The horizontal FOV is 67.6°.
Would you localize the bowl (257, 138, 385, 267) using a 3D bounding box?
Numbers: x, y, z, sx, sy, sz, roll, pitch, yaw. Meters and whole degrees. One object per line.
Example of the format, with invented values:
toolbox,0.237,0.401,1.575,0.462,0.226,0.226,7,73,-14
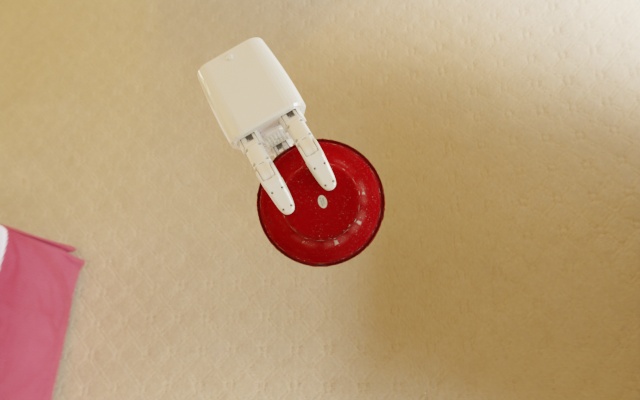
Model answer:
bowl,0.001,0.003,0.575,0.162,0.162,0.055,0,-2,0
